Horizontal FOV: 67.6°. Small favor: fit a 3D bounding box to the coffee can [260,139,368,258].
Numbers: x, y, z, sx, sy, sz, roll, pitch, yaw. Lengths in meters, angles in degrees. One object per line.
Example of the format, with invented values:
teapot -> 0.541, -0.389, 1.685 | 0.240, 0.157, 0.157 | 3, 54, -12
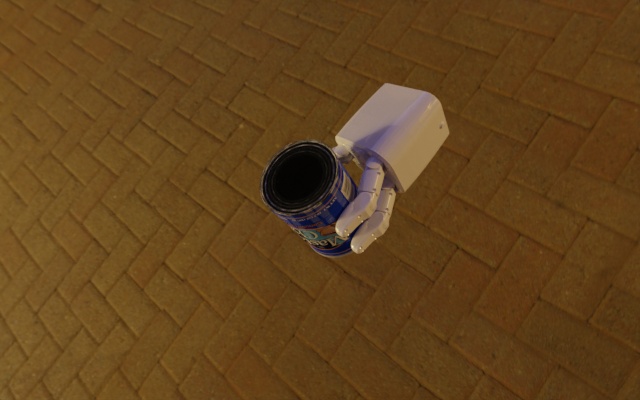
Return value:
coffee can -> 0.000, 0.002, 0.617 | 0.103, 0.102, 0.140 | 0, -26, 25
